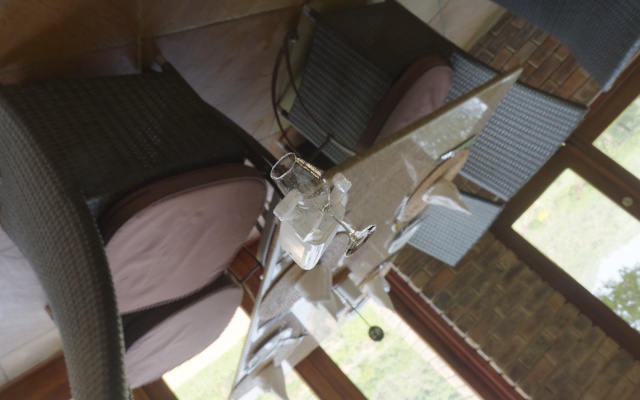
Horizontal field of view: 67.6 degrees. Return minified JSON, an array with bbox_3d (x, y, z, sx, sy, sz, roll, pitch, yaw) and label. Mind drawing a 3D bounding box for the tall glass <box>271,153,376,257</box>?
[{"bbox_3d":[0.001,0.003,0.835,0.201,0.079,0.079,45,18,19],"label":"tall glass"}]
